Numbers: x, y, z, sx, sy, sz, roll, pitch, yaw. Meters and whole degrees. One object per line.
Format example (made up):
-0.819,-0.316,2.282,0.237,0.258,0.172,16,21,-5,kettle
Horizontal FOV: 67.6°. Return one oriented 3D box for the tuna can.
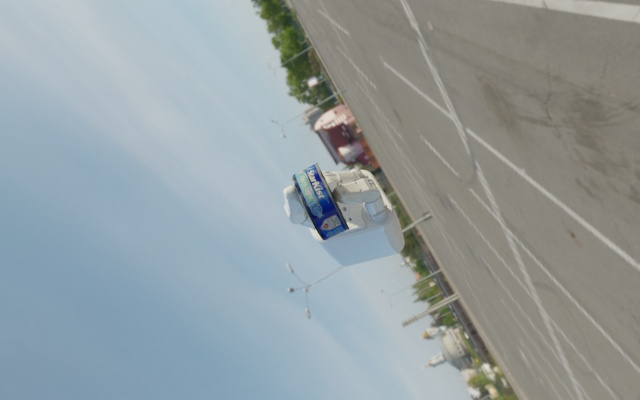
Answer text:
0.000,0.002,0.550,0.034,0.086,0.086,-26,-1,2,tuna can
